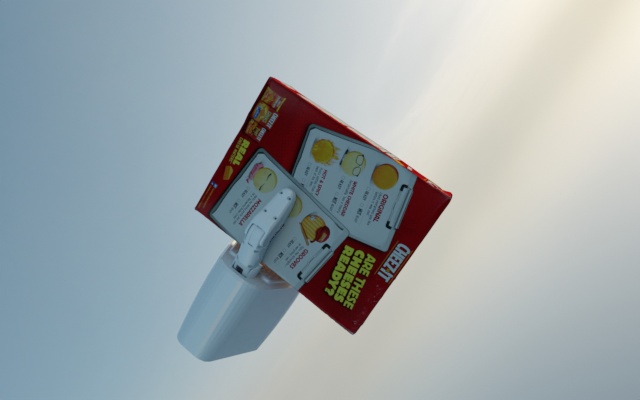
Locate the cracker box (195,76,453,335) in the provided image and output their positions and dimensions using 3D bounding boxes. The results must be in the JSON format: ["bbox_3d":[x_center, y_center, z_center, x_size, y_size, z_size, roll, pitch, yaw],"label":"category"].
[{"bbox_3d":[0.000,0.002,0.493,0.213,0.164,0.072,36,14,13],"label":"cracker box"}]
